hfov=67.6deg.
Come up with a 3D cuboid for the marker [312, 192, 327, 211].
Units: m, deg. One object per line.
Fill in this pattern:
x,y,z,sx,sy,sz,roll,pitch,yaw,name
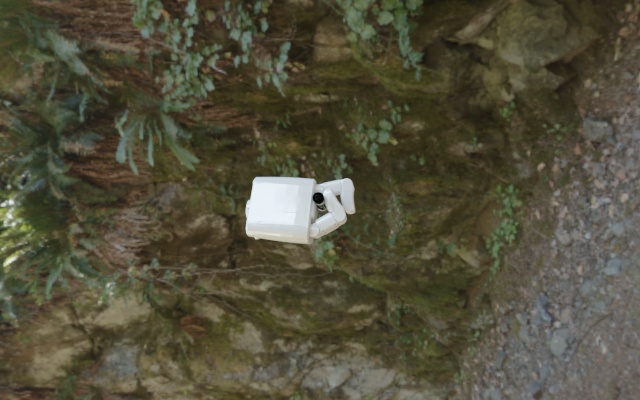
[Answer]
0.000,0.003,0.823,0.020,0.020,0.121,0,-7,4,marker
